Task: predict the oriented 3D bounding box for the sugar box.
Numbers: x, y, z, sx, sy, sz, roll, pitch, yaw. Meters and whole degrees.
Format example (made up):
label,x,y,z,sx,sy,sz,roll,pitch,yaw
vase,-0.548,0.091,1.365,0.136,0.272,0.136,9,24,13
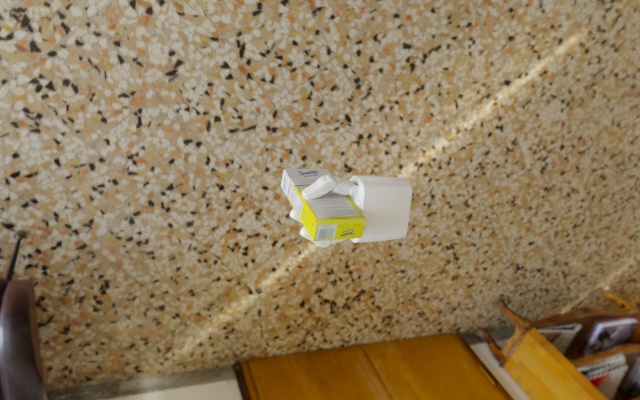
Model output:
label,x,y,z,sx,sy,sz,roll,pitch,yaw
sugar box,0.000,0.003,0.845,0.093,0.048,0.176,-1,30,-24
